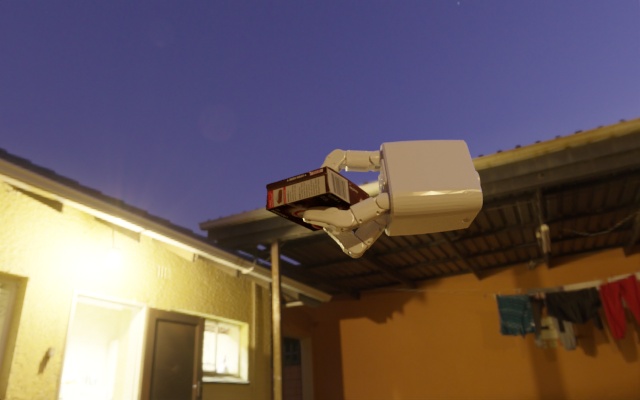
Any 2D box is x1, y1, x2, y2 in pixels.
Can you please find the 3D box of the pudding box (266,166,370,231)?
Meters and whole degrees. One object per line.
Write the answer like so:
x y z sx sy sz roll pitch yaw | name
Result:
0.000 0.002 0.595 0.090 0.039 0.113 -16 -27 27 | pudding box
